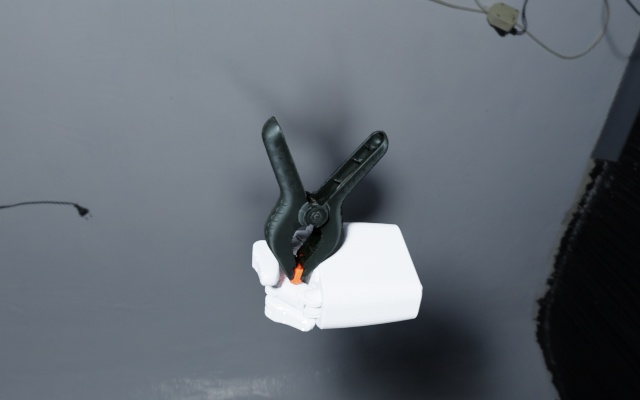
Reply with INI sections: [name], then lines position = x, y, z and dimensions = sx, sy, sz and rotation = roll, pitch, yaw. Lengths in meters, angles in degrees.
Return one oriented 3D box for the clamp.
[clamp]
position = 0.000, 0.002, 0.455
dimensions = 0.120, 0.172, 0.039
rotation = -2, 32, -15
